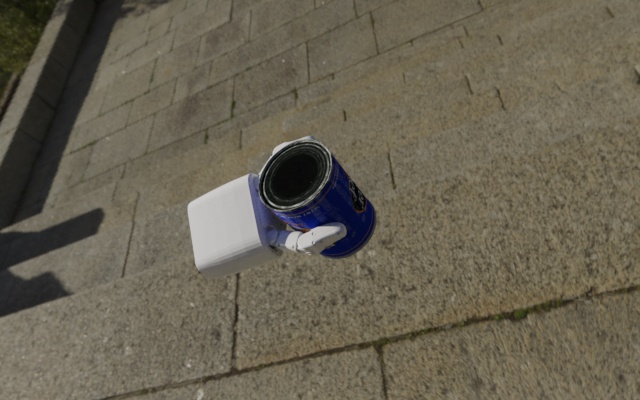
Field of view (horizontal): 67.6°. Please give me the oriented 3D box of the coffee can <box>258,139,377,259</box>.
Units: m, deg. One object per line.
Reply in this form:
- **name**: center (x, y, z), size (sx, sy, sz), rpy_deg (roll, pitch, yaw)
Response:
- **coffee can**: center (0.000, 0.002, 0.622), size (0.103, 0.102, 0.140), rpy_deg (0, -29, 31)
